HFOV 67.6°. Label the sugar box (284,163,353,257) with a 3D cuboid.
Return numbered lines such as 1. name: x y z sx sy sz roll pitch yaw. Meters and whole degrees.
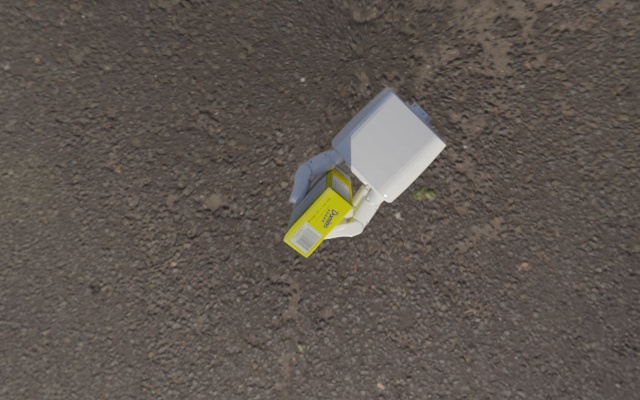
1. sugar box: 0.001 0.002 0.667 0.048 0.093 0.176 40 16 -7
